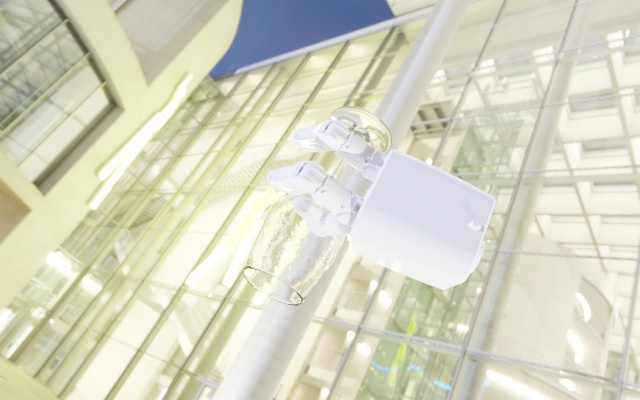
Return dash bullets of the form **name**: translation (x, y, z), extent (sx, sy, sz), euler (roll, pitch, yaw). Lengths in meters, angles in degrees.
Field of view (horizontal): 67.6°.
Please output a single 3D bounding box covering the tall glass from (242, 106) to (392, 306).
- **tall glass**: translation (0.000, 0.001, 0.471), extent (0.079, 0.201, 0.079), euler (23, -29, 14)
